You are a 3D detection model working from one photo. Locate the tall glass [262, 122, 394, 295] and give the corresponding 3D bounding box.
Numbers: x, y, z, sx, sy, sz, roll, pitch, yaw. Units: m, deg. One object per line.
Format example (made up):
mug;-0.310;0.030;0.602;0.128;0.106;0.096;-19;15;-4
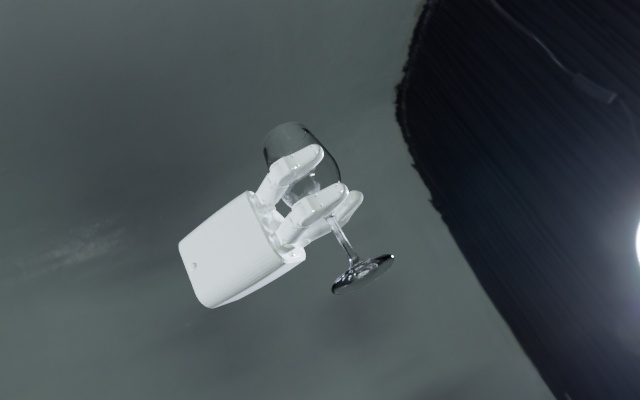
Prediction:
tall glass;0.001;0.002;0.542;0.079;0.201;0.079;-23;-27;-13
